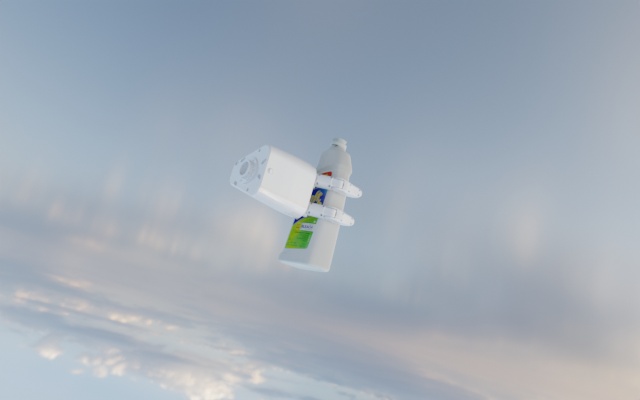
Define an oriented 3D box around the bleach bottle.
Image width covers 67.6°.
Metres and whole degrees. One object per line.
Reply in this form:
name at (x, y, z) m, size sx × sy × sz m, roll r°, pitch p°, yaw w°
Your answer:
bleach bottle at (0.000, 0.003, 0.894) m, size 0.068 × 0.250 × 0.102 m, roll 26°, pitch -18°, yaw -39°
